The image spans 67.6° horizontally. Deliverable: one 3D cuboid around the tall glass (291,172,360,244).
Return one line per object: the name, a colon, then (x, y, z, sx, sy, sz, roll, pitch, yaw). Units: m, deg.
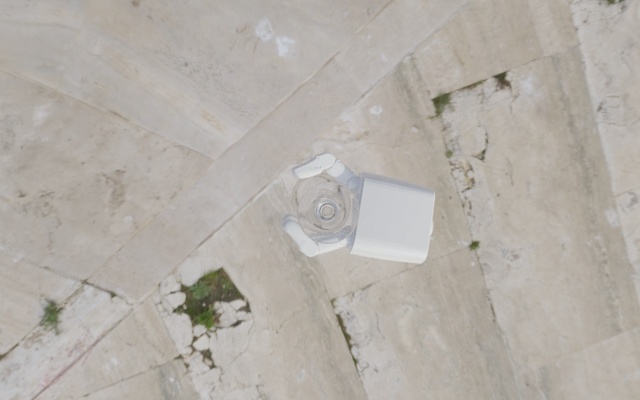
tall glass: (0.000, 0.002, 0.659, 0.079, 0.079, 0.201, 0, 8, -6)
